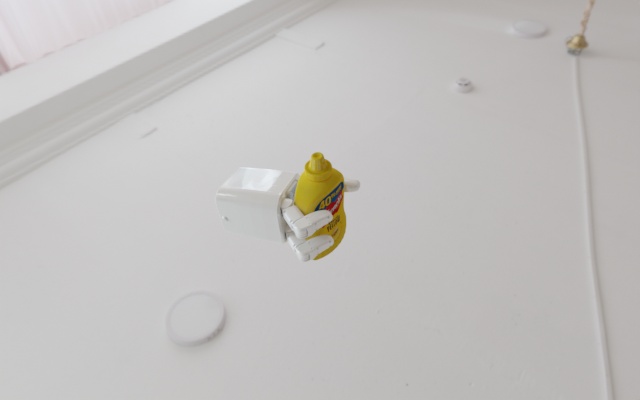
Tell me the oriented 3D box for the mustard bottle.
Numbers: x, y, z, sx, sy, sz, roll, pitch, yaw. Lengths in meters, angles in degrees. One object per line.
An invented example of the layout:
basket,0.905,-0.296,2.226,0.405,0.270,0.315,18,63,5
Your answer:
mustard bottle,0.000,0.003,0.749,0.058,0.192,0.096,29,54,29
